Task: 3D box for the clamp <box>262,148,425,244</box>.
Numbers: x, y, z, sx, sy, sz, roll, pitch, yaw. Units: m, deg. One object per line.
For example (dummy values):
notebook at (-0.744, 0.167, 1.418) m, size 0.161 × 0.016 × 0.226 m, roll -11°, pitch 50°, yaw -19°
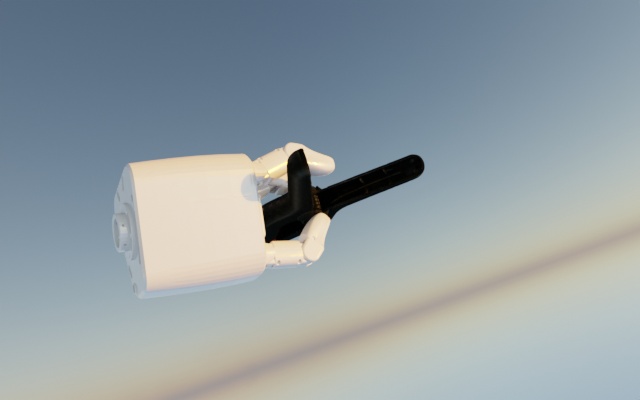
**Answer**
clamp at (0.000, 0.003, 0.515) m, size 0.164 × 0.036 × 0.210 m, roll -4°, pitch -22°, yaw -32°
